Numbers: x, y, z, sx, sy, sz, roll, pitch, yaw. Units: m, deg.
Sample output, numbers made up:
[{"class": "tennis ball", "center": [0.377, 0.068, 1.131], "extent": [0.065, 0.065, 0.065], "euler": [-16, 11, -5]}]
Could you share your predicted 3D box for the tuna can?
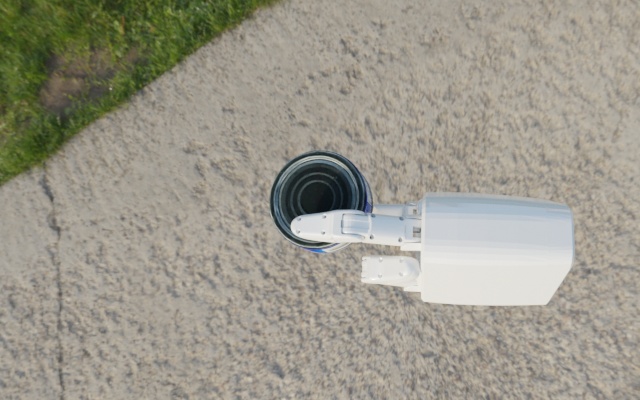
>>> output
[{"class": "tuna can", "center": [0.000, 0.001, 0.408], "extent": [0.086, 0.086, 0.034], "euler": [0, -11, 15]}]
